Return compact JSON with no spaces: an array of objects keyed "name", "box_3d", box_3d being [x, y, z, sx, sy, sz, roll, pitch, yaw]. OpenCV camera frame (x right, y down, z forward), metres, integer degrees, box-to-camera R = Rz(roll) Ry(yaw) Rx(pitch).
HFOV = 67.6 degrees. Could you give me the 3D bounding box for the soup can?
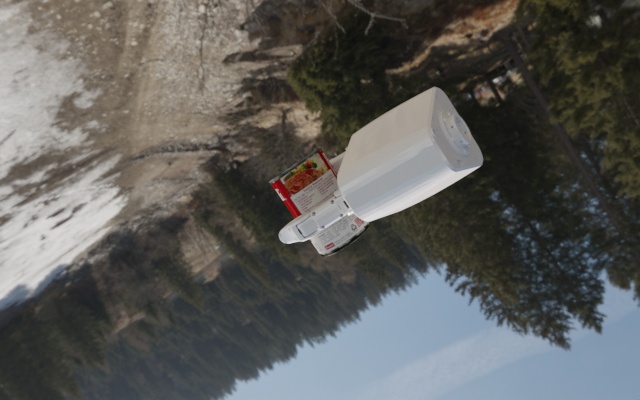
[{"name":"soup can","box_3d":[0.000,0.002,0.525,0.068,0.102,0.068,-34,6,4]}]
